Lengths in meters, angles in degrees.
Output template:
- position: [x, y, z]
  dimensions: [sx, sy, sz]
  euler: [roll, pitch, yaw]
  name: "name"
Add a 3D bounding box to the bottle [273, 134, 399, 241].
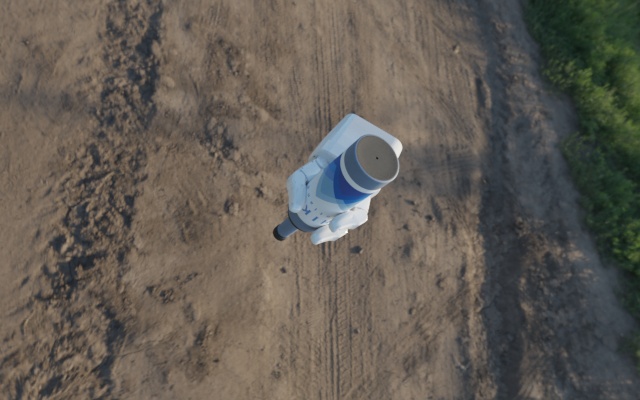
- position: [0.000, 0.002, 0.702]
  dimensions: [0.069, 0.069, 0.296]
  euler: [0, -22, -31]
  name: "bottle"
